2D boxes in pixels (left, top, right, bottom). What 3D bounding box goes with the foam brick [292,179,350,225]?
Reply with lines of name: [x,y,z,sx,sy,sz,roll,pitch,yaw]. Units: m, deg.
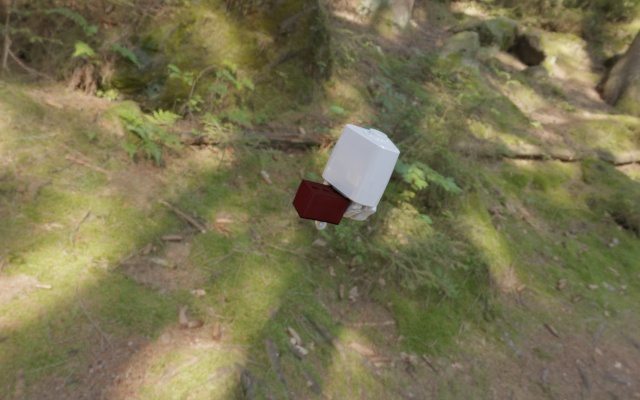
foam brick: [0.000,0.003,0.827,0.078,0.051,0.053,12,24,-30]
